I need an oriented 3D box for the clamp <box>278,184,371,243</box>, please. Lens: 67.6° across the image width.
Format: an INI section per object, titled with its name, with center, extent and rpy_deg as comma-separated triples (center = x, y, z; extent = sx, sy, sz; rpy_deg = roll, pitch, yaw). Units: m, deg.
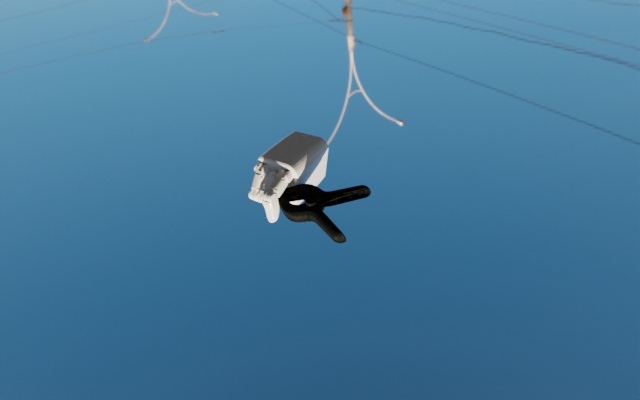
[clamp]
center = 0.000, 0.003, 0.828
extent = 0.171, 0.039, 0.120
rpy_deg = 21, 52, 30
